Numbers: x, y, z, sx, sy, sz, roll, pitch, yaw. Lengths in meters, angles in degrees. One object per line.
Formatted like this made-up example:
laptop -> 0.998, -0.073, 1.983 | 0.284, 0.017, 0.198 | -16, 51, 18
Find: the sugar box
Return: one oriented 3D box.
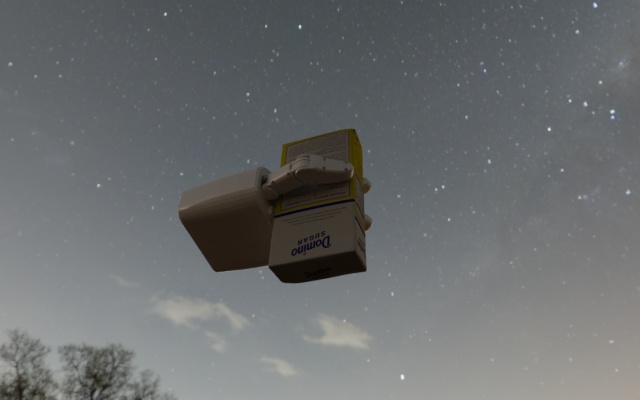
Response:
sugar box -> 0.000, 0.002, 0.523 | 0.093, 0.176, 0.048 | -12, -40, 17
